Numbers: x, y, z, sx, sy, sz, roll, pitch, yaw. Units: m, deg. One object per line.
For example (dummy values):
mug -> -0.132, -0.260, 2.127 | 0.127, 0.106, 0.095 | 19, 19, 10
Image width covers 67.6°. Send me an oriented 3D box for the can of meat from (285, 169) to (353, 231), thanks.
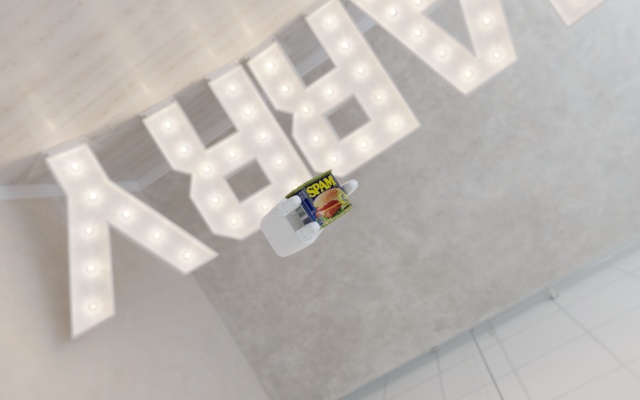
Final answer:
can of meat -> 0.000, 0.003, 0.858 | 0.102, 0.084, 0.057 | -30, -3, -41
